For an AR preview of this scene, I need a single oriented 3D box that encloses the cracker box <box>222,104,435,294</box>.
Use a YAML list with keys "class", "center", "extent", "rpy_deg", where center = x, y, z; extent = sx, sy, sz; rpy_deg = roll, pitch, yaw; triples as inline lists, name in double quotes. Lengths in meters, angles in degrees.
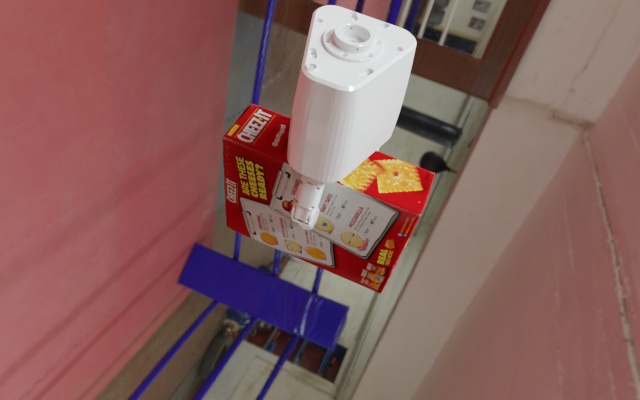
- class: "cracker box"
  center: [0.000, 0.002, 0.547]
  extent: [0.213, 0.072, 0.164]
  rpy_deg: [23, -38, 9]
